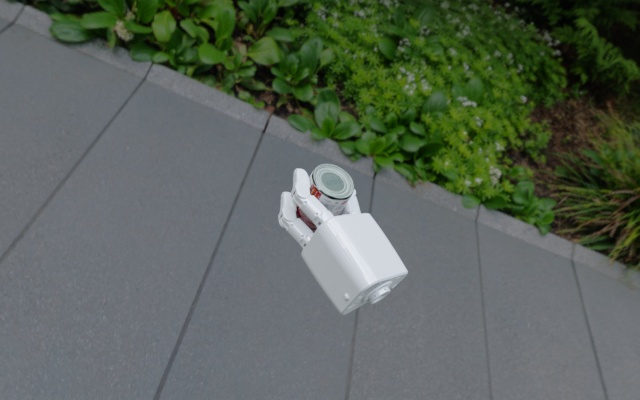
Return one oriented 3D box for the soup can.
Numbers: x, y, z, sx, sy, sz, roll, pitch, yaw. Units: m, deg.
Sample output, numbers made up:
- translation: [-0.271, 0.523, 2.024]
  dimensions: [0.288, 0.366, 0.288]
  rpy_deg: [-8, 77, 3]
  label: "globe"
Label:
- translation: [0.000, 0.002, 0.719]
  dimensions: [0.068, 0.068, 0.102]
  rpy_deg: [0, -37, -28]
  label: "soup can"
